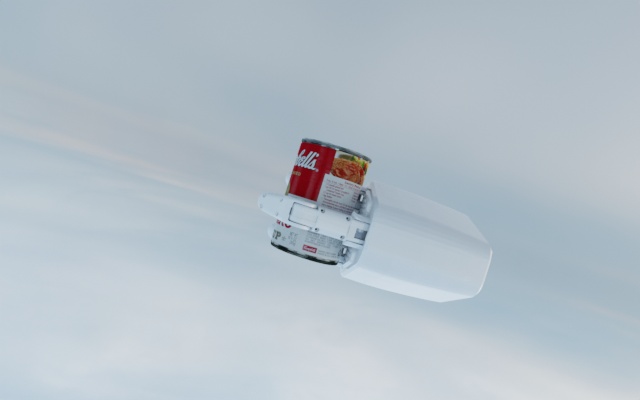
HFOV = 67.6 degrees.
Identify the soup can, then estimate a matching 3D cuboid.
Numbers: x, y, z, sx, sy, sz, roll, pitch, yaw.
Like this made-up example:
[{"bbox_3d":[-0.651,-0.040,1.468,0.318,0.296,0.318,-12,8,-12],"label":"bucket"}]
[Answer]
[{"bbox_3d":[0.000,0.002,0.442,0.068,0.102,0.068,18,0,0],"label":"soup can"}]
